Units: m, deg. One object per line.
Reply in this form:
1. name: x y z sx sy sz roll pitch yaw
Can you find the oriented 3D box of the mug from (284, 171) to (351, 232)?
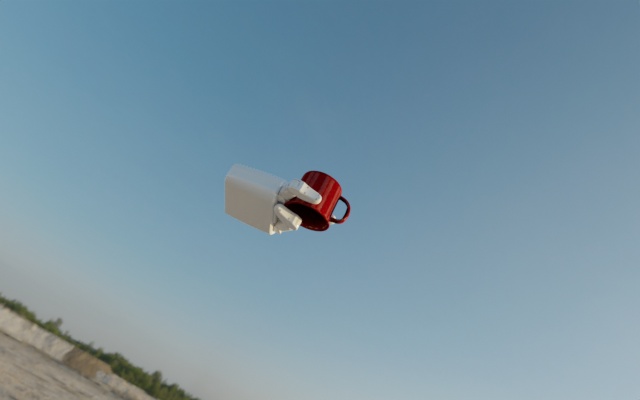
1. mug: 0.002 0.003 0.887 0.117 0.081 0.093 21 -28 10
